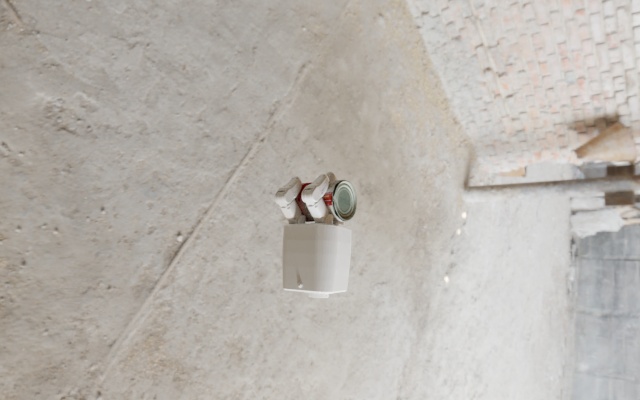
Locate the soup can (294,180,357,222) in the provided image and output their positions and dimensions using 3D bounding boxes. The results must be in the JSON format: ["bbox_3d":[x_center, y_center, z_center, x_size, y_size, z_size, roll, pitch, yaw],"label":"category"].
[{"bbox_3d":[0.000,0.002,0.785,0.102,0.068,0.068,-3,-2,37],"label":"soup can"}]
